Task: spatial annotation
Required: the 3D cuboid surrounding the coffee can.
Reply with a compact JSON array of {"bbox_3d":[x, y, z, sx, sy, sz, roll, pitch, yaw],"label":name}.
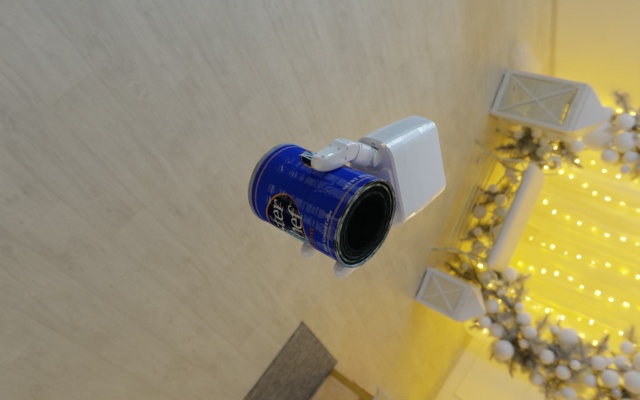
[{"bbox_3d":[0.000,0.002,0.550,0.140,0.103,0.103,26,16,36],"label":"coffee can"}]
